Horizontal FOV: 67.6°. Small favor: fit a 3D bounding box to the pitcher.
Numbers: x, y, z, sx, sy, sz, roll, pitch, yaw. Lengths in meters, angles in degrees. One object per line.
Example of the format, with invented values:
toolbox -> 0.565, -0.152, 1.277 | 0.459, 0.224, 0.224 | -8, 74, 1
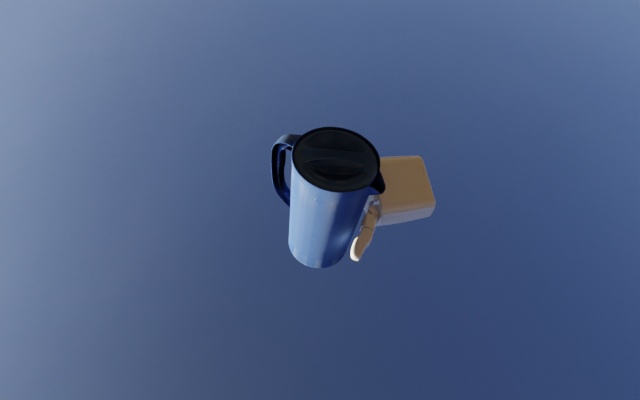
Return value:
pitcher -> 0.000, 0.003, 0.791 | 0.145, 0.149, 0.243 | -9, -36, -16
